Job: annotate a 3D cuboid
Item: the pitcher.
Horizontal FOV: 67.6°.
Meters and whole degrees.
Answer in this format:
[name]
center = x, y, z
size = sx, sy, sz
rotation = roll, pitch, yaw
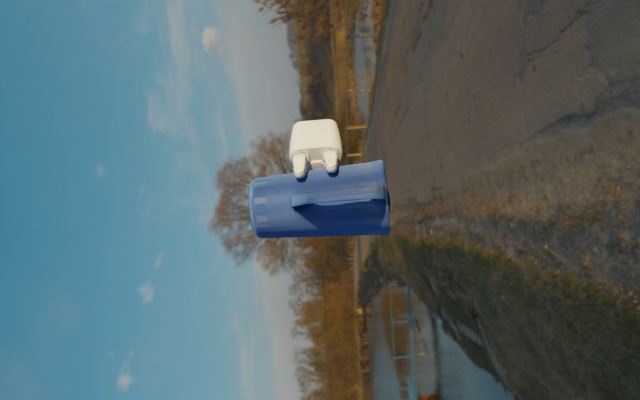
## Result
[pitcher]
center = 0.000, 0.003, 0.838
size = 0.243, 0.149, 0.145
rotation = -5, 41, 3
